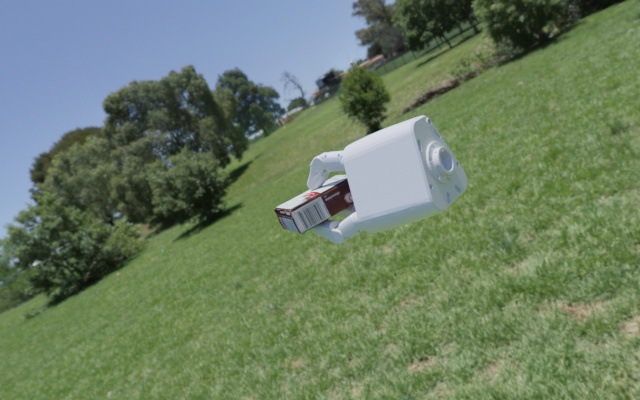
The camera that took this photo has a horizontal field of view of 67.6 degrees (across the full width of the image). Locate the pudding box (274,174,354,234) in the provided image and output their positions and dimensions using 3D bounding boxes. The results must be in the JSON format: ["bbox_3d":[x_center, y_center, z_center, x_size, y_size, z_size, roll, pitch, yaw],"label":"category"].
[{"bbox_3d":[0.000,0.002,0.663,0.113,0.039,0.090,-27,8,-16],"label":"pudding box"}]
